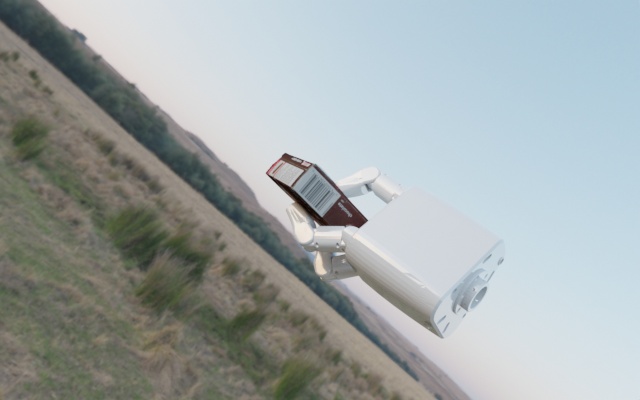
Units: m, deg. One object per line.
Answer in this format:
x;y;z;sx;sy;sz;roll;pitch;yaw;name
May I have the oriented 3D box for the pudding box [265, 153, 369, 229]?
0.000;0.002;0.528;0.113;0.039;0.090;48;-9;-26;pudding box
